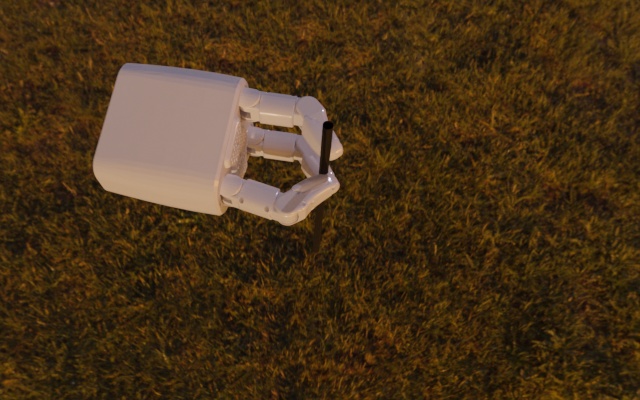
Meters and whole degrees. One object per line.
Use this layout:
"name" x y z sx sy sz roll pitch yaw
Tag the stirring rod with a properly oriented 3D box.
"stirring rod" 0.000 0.002 0.453 0.011 0.011 0.240 0 -28 -3
